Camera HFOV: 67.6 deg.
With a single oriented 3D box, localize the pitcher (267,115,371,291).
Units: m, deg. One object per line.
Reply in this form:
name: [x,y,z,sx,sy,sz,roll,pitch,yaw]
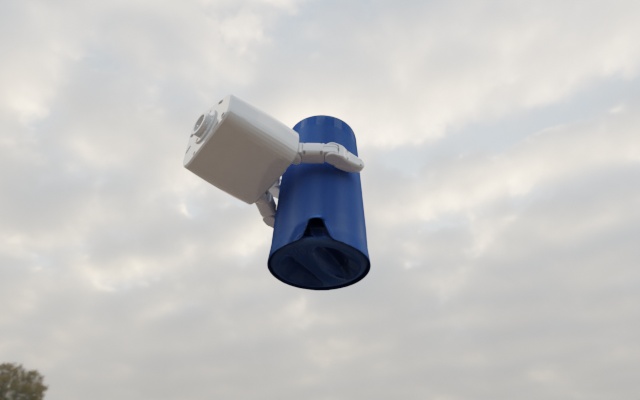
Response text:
pitcher: [0.000,0.002,0.691,0.145,0.242,0.149,29,-45,-30]
